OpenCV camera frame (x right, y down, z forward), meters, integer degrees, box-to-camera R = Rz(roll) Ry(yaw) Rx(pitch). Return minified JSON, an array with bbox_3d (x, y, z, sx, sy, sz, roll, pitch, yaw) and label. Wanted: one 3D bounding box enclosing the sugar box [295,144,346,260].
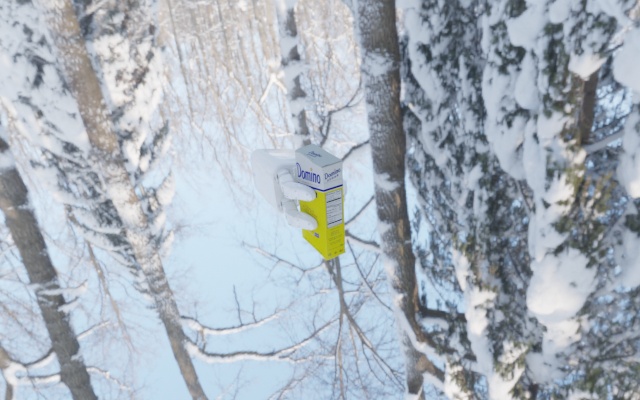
[{"bbox_3d":[0.000,0.003,0.804,0.048,0.176,0.093,-21,32,-24],"label":"sugar box"}]
